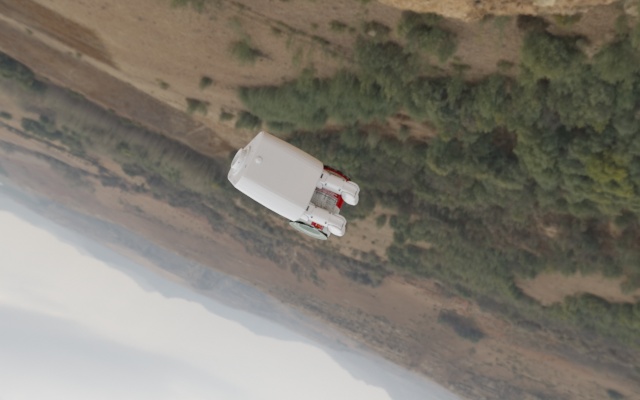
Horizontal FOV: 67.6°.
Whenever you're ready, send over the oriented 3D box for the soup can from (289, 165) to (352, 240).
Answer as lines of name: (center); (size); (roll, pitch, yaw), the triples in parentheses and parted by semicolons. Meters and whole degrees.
soup can: (0.000, 0.003, 0.757); (0.068, 0.102, 0.068); (22, -15, 6)
